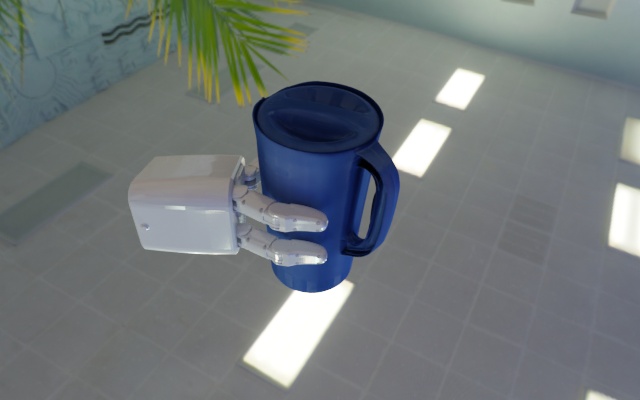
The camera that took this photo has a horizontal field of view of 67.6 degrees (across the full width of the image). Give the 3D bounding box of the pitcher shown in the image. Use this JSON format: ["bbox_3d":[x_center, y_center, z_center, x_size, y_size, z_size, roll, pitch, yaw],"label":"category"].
[{"bbox_3d":[0.000,0.002,0.552,0.145,0.243,0.149,1,42,-2],"label":"pitcher"}]
